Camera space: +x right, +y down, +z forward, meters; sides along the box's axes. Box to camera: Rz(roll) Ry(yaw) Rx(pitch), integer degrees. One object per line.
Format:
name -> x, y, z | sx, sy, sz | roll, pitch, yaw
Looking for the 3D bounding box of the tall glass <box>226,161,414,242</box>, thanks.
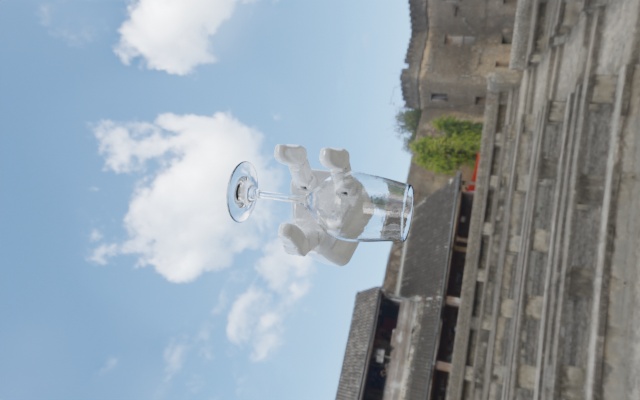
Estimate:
tall glass -> -0.001, 0.002, 0.540 | 0.201, 0.079, 0.079 | 7, 2, 19
